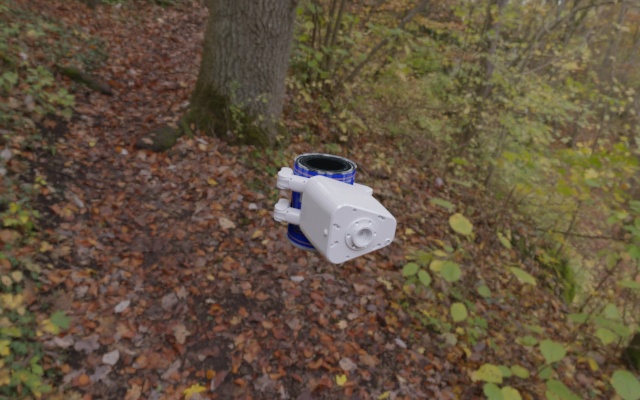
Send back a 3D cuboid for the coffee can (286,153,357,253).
[{"bbox_3d":[0.000,0.003,0.799,0.103,0.140,0.102,6,21,-2],"label":"coffee can"}]
